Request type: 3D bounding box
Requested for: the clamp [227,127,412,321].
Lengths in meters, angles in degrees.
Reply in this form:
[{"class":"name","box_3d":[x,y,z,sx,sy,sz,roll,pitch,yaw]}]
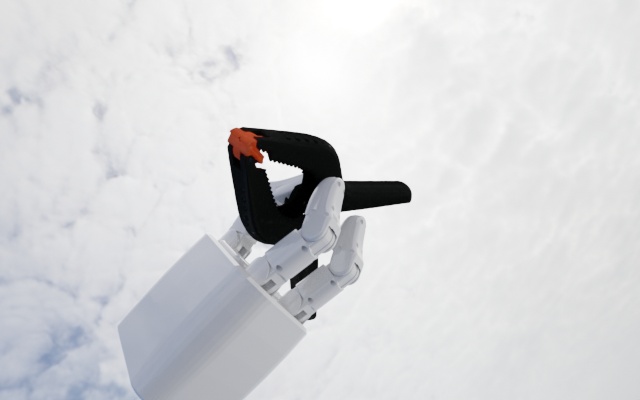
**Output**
[{"class":"clamp","box_3d":[-0.001,0.001,0.401,0.036,0.164,0.210,34,-14,40]}]
